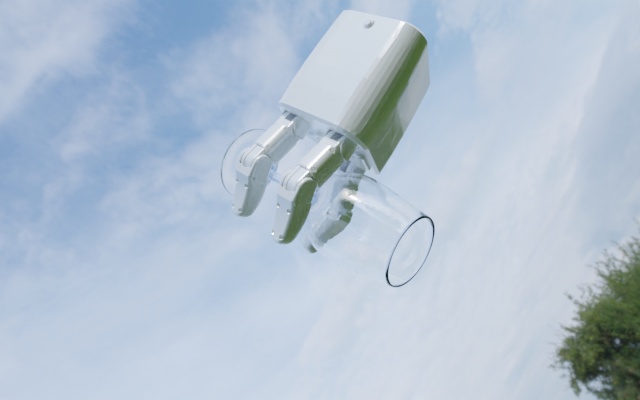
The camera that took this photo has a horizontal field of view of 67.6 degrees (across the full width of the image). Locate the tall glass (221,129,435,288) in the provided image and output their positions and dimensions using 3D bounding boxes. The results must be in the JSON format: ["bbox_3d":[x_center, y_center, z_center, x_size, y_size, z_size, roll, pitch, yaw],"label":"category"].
[{"bbox_3d":[0.000,0.001,0.425,0.201,0.079,0.079,29,18,36],"label":"tall glass"}]
